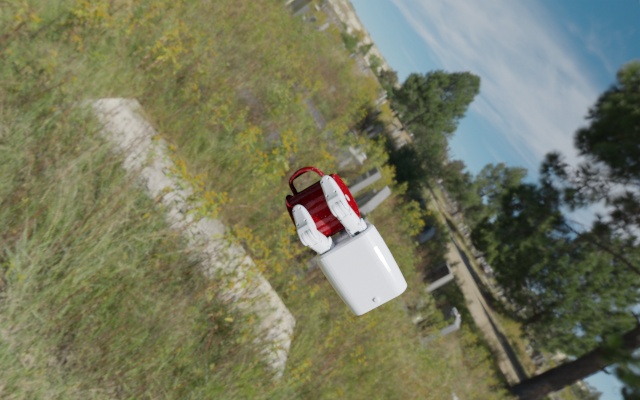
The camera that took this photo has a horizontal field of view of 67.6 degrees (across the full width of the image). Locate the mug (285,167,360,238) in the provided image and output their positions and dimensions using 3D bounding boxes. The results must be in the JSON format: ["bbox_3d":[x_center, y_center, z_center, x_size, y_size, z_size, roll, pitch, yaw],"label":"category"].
[{"bbox_3d":[0.000,0.001,0.715,0.081,0.117,0.093,-30,8,13],"label":"mug"}]
